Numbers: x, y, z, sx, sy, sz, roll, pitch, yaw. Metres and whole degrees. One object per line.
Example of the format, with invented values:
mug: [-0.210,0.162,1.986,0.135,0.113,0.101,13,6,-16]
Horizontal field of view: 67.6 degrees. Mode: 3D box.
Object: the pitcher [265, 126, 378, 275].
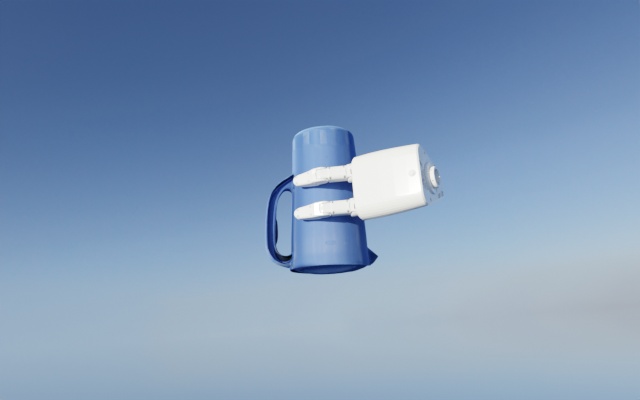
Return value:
pitcher: [0.000,0.003,0.807,0.145,0.242,0.149,-12,-17,31]
